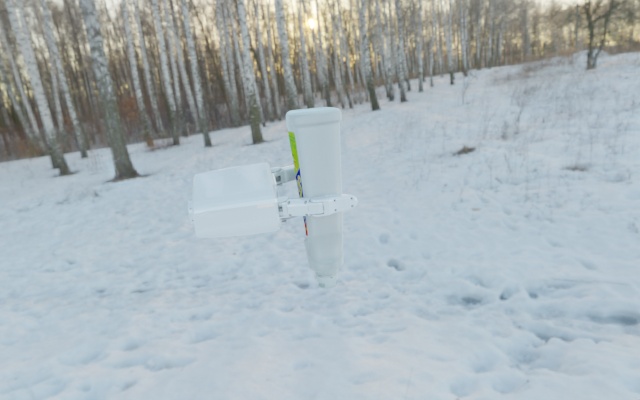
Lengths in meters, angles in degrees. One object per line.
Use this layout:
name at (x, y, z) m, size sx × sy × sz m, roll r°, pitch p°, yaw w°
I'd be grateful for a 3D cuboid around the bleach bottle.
bleach bottle at (0.000, 0.002, 0.654) m, size 0.068 × 0.251 × 0.102 m, roll -8°, pitch 14°, yaw -9°
